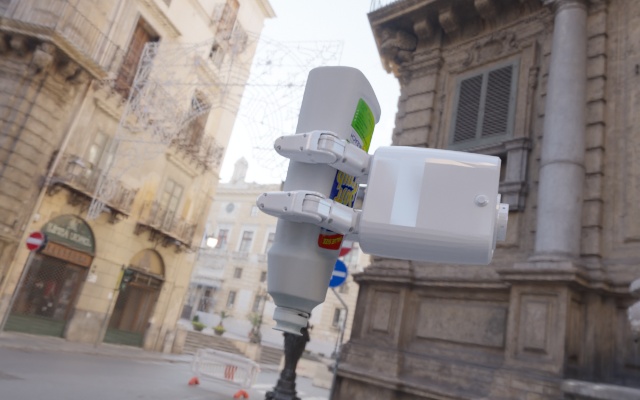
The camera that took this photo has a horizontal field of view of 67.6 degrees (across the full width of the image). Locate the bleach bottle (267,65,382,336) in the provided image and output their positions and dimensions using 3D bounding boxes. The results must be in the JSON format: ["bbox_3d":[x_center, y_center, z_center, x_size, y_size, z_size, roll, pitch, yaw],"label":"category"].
[{"bbox_3d":[0.000,0.001,0.461,0.068,0.250,0.103,5,-19,22],"label":"bleach bottle"}]
